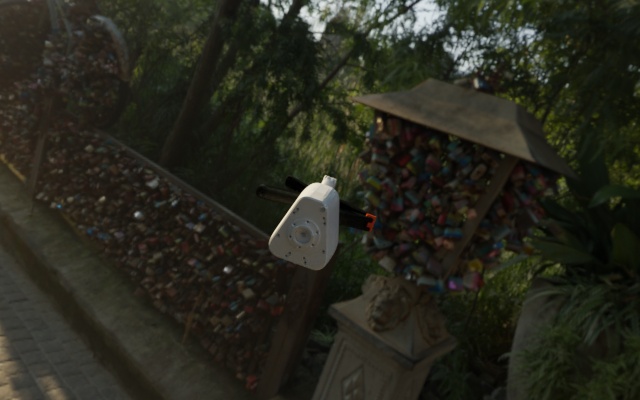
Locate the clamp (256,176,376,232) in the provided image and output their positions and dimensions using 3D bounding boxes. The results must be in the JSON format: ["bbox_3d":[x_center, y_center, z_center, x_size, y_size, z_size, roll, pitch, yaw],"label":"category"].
[{"bbox_3d":[0.001,0.002,0.879,0.210,0.036,0.164,20,14,4],"label":"clamp"}]
